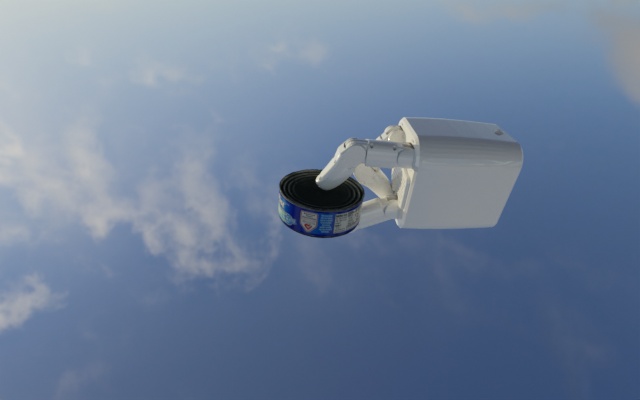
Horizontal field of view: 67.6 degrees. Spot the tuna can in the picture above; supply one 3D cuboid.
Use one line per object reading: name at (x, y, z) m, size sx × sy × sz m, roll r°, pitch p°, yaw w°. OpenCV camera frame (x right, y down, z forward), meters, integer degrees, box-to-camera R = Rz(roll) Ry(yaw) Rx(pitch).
tuna can at (0.000, 0.002, 0.483) m, size 0.086 × 0.034 × 0.086 m, roll 5°, pitch 29°, yaw -3°
